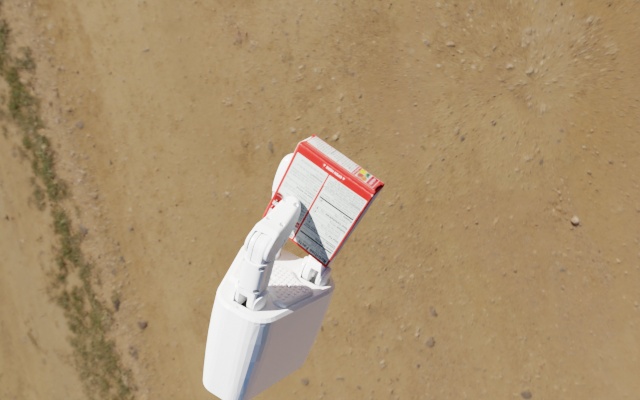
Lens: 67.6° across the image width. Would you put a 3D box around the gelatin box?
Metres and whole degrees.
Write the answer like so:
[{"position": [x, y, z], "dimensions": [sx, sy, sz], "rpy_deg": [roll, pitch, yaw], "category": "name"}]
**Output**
[{"position": [0.000, 0.001, 0.404], "dimensions": [0.073, 0.089, 0.030], "rpy_deg": [36, 35, 10], "category": "gelatin box"}]
